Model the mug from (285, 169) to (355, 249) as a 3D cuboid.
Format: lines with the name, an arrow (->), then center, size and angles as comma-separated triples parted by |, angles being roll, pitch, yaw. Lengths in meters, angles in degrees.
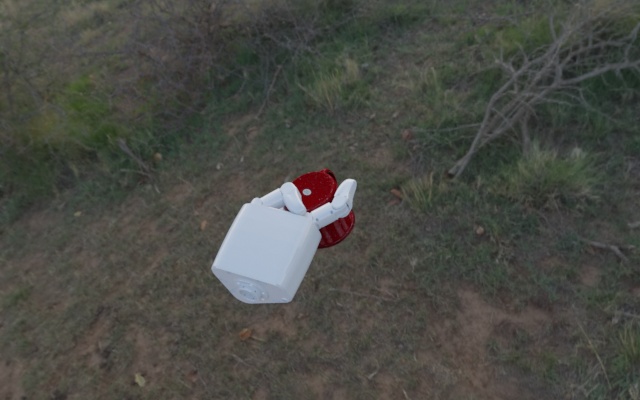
mug -> 0.001, 0.001, 0.721 | 0.093, 0.117, 0.082 | 3, -39, 28
